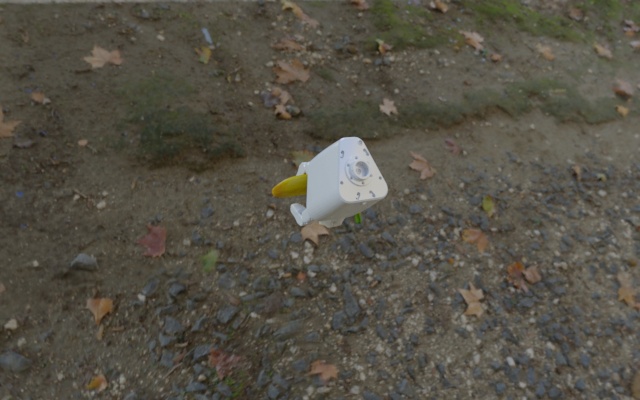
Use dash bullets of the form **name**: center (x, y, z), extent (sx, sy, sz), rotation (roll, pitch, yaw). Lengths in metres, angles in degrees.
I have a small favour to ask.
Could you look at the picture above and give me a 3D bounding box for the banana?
- **banana**: center (0.008, -0.014, 0.877), extent (0.198, 0.069, 0.037), rotation (19, -9, -27)
